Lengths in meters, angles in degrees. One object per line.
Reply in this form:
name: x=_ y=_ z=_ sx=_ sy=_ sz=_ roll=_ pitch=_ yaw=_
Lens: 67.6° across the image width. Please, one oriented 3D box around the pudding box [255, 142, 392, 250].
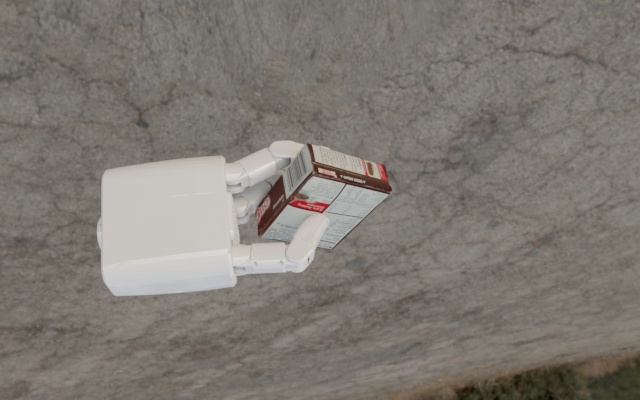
pudding box: x=0.000 y=0.002 z=0.465 sx=0.090 sy=0.039 sz=0.113 roll=12 pitch=-39 yaw=-30
